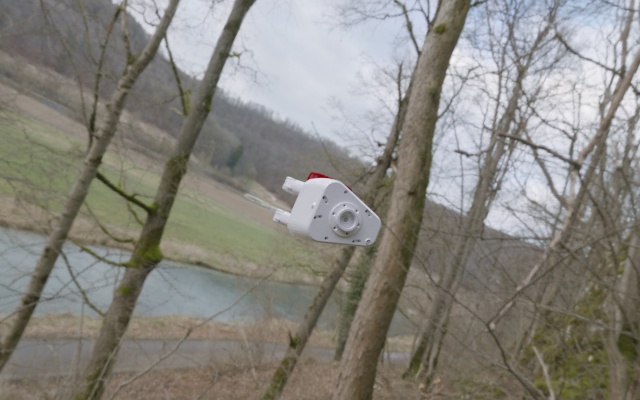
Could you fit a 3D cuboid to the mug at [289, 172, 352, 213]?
[{"bbox_3d":[0.000,0.003,0.833,0.093,0.081,0.117,25,-5,-17],"label":"mug"}]
